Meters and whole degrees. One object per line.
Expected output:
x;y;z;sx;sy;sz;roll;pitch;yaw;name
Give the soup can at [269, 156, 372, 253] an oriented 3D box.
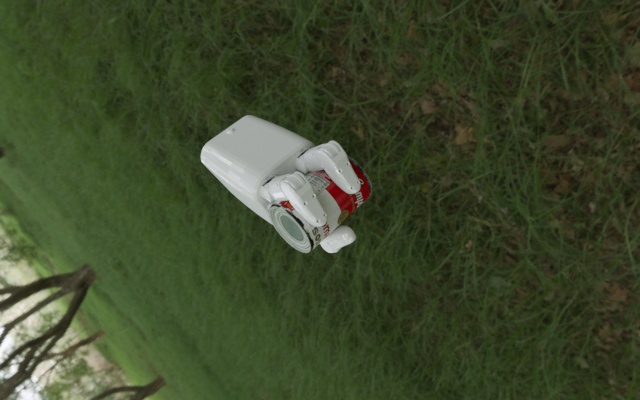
0.000;0.002;0.538;0.102;0.068;0.068;-42;21;-26;soup can
